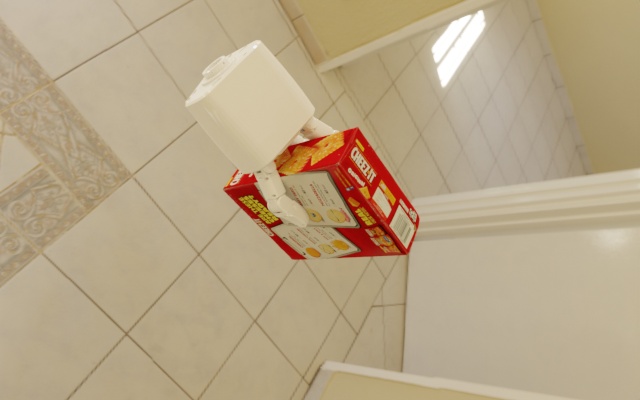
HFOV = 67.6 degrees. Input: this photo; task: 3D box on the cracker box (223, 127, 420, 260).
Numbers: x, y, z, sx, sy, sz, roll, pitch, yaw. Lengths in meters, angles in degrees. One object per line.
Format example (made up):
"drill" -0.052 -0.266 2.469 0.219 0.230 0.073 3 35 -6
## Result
"cracker box" 0.000 0.002 0.637 0.214 0.072 0.164 -9 -48 43
